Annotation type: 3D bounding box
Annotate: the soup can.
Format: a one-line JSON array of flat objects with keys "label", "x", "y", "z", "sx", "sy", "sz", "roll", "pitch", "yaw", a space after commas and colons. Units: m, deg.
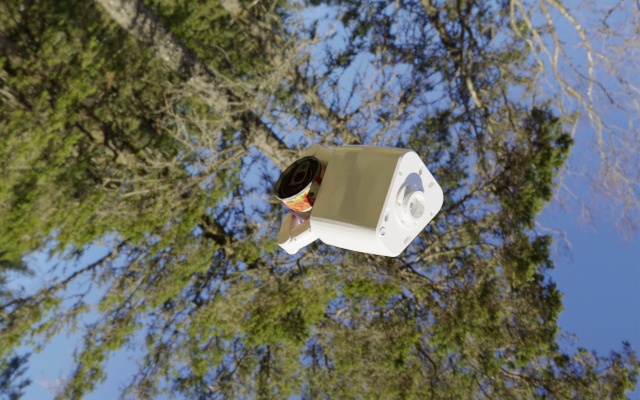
[{"label": "soup can", "x": 0.000, "y": 0.002, "z": 0.603, "sx": 0.068, "sy": 0.068, "sz": 0.102, "roll": 0, "pitch": -37, "yaw": 46}]
